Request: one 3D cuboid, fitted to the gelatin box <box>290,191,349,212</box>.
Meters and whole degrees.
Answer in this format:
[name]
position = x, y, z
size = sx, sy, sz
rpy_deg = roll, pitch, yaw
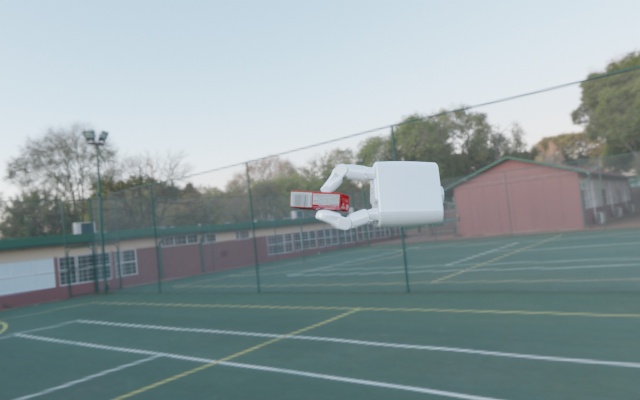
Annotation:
[gelatin box]
position = 0.000, 0.002, 0.814
size = 0.089, 0.030, 0.073
rpy_deg = 3, -3, 13
